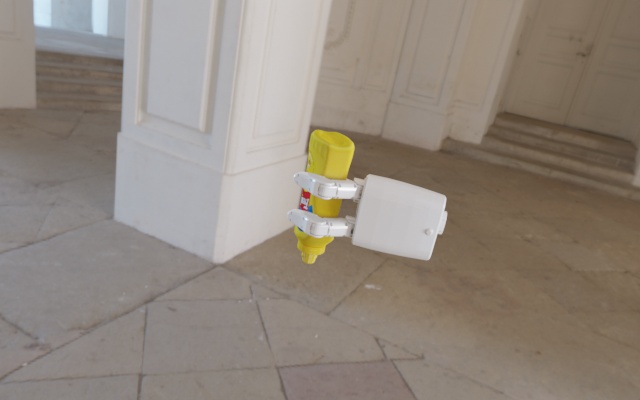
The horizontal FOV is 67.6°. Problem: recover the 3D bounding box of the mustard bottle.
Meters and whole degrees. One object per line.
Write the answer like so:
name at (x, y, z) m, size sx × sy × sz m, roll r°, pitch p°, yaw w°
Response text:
mustard bottle at (0.000, 0.002, 0.680) m, size 0.058 × 0.192 × 0.096 m, roll 5°, pitch 20°, yaw -16°
